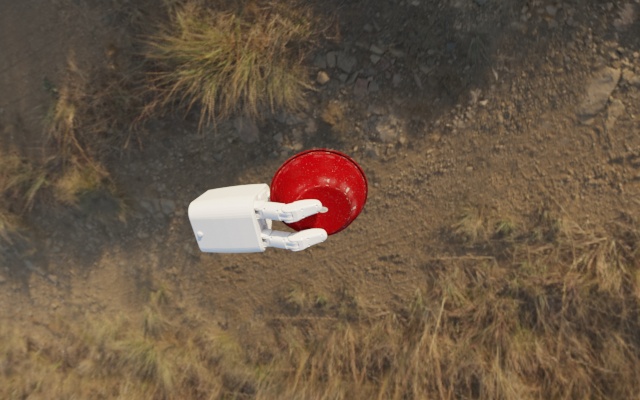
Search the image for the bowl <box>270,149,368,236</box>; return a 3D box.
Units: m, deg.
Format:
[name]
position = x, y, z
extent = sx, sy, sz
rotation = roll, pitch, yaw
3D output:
[bowl]
position = 0.001, 0.002, 0.756
extent = 0.162, 0.162, 0.055
rotation = 0, 32, -6
